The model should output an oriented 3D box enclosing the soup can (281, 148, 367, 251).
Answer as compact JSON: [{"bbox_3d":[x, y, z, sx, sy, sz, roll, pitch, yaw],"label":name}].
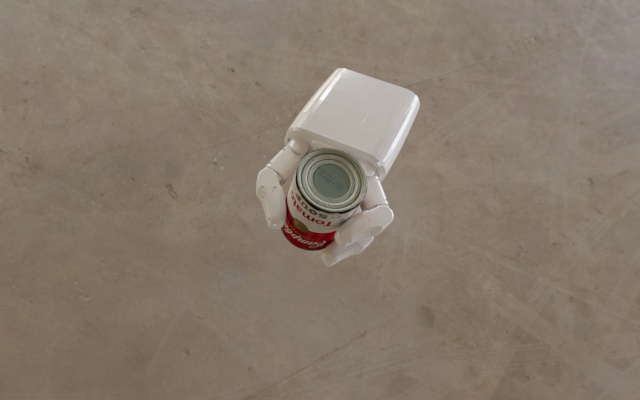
[{"bbox_3d":[0.000,0.002,0.468,0.068,0.068,0.102,0,-24,-14],"label":"soup can"}]
